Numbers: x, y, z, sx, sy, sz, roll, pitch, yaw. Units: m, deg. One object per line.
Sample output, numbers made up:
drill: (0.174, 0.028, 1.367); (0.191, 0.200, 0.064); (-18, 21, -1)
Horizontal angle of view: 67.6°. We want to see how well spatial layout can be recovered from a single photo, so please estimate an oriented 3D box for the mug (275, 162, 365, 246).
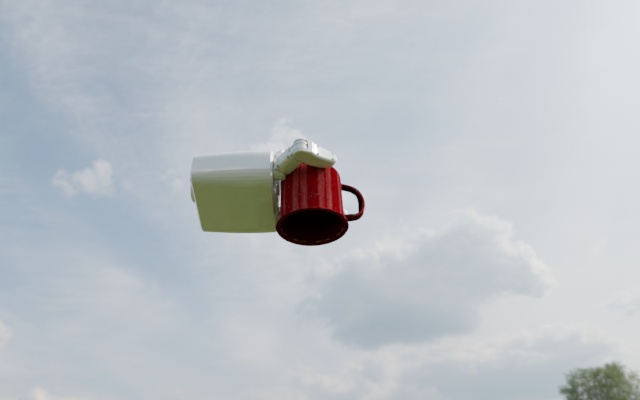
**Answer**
mug: (0.002, 0.002, 0.629); (0.117, 0.081, 0.093); (-1, -35, -2)
